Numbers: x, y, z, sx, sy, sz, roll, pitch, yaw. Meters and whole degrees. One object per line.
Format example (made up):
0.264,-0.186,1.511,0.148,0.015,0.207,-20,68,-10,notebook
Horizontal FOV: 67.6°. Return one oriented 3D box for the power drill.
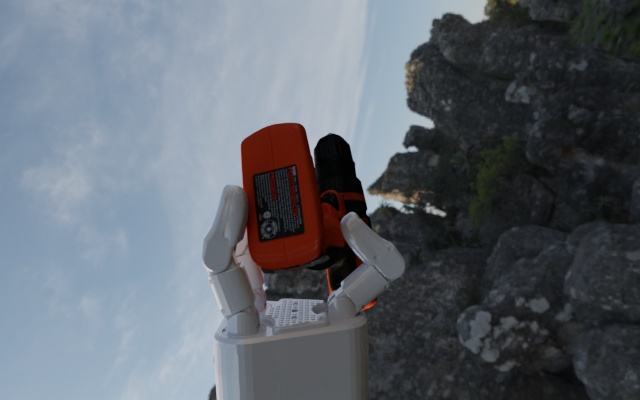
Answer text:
0.000,0.002,0.419,0.057,0.184,0.188,-16,-19,18,power drill
